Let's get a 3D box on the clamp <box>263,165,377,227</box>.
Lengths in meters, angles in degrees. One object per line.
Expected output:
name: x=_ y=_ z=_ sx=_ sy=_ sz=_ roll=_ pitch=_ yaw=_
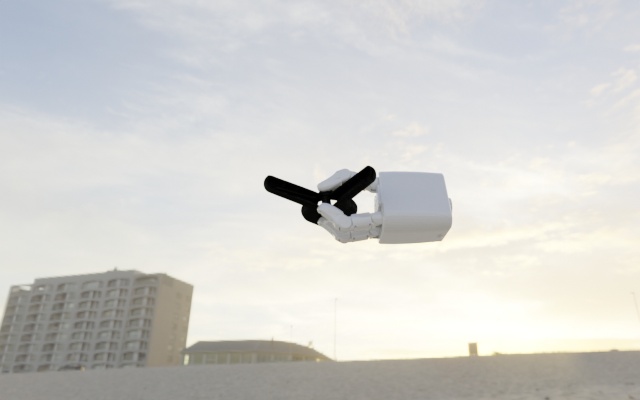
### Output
clamp: x=0.000 y=0.002 z=0.771 sx=0.164 sy=0.036 sz=0.210 roll=-1 pitch=-23 yaw=1
